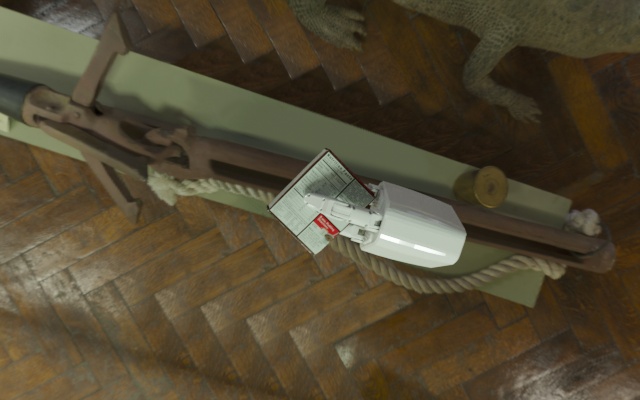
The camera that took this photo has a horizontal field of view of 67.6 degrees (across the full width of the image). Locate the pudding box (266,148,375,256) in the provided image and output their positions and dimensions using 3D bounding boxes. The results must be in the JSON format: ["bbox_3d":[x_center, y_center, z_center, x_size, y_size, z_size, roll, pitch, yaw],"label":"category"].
[{"bbox_3d":[0.000,0.002,0.618,0.113,0.090,0.039,-45,9,0],"label":"pudding box"}]
